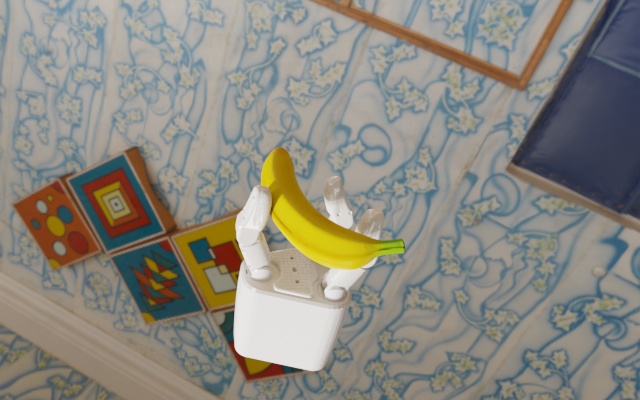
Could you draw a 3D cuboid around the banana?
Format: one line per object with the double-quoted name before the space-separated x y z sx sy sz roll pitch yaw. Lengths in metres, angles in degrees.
"banana" -0.013 0.009 0.449 0.069 0.037 0.197 -20 43 -31
